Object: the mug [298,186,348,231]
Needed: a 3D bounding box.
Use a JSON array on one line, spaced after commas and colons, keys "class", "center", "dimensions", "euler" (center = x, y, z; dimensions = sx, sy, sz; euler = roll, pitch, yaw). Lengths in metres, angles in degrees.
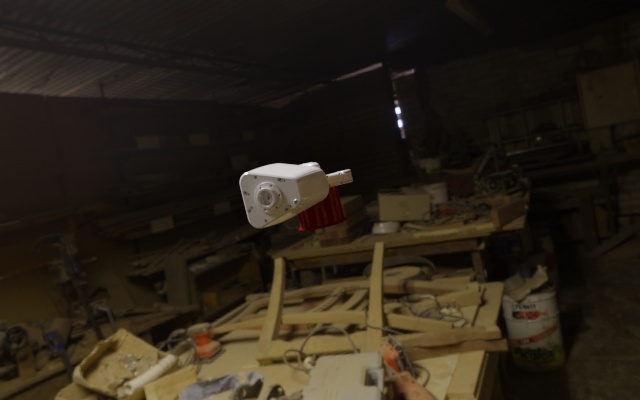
[{"class": "mug", "center": [0.001, 0.002, 0.886], "dimensions": [0.093, 0.081, 0.117], "euler": [-11, 6, 23]}]
